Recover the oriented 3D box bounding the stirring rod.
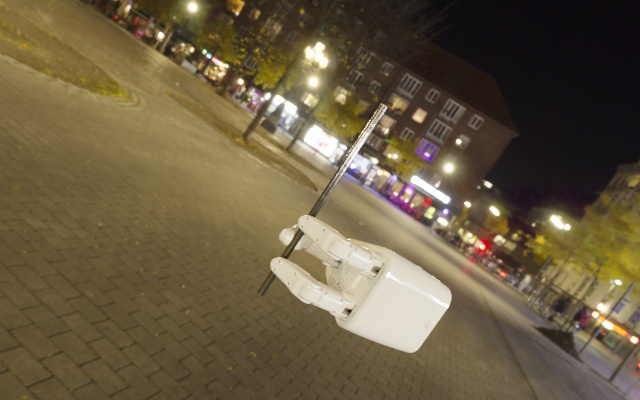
[{"bbox_3d":[0.000,0.002,0.507,0.011,0.239,0.011,33,6,-4],"label":"stirring rod"}]
